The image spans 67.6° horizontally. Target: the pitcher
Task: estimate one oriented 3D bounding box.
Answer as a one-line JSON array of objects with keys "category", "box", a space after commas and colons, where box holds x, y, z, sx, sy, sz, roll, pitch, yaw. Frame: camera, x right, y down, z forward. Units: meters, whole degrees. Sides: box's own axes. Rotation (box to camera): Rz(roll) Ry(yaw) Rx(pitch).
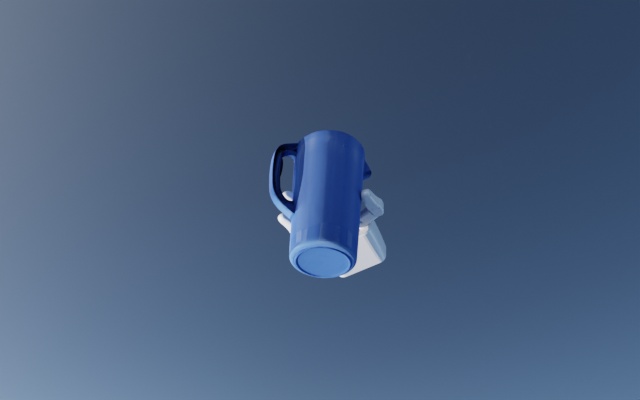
[{"category": "pitcher", "box": [0.000, 0.003, 0.821, 0.149, 0.242, 0.145, -13, -43, 20]}]
